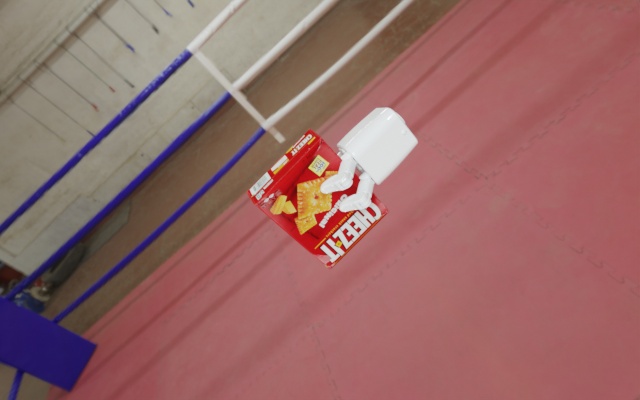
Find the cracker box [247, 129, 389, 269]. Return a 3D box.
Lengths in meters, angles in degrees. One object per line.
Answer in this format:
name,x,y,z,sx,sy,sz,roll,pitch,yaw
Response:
cracker box,0.000,0.003,0.876,0.214,0.164,0.072,44,3,-30
